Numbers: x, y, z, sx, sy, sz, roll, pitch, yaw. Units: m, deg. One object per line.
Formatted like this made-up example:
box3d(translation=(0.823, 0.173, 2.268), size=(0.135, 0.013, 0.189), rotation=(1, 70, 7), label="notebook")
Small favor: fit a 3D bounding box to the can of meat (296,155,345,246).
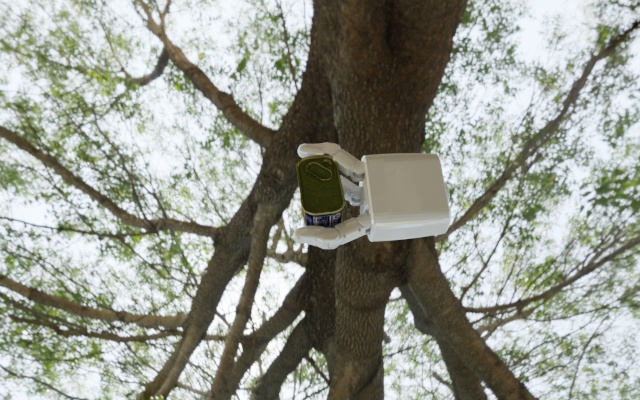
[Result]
box3d(translation=(0.000, 0.002, 0.668), size=(0.057, 0.102, 0.084), rotation=(-6, -38, -4), label="can of meat")
